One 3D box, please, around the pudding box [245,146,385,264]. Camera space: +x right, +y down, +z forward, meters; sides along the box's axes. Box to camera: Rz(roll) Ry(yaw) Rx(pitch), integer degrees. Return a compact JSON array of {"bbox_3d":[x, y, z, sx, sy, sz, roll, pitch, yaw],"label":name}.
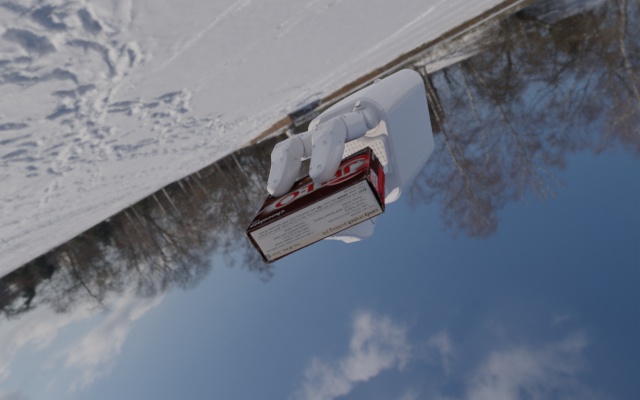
[{"bbox_3d":[0.000,0.001,0.414,0.113,0.039,0.090,-27,14,16],"label":"pudding box"}]
